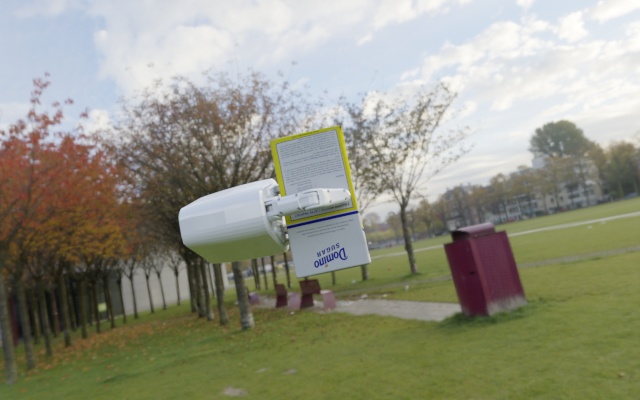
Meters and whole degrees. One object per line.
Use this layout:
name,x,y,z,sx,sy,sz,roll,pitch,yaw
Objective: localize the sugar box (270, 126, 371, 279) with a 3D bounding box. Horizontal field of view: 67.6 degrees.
sugar box,0.000,0.002,0.598,0.093,0.176,0.048,-12,-6,7
